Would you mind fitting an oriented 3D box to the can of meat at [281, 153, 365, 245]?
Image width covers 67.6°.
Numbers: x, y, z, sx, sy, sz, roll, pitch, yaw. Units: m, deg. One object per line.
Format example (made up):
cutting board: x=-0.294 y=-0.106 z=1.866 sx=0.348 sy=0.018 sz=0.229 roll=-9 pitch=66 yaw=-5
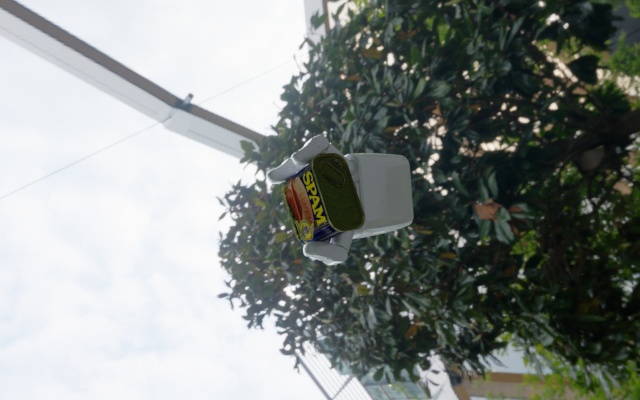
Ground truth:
can of meat: x=0.000 y=0.002 z=0.618 sx=0.057 sy=0.102 sz=0.084 roll=-9 pitch=-14 yaw=-38
